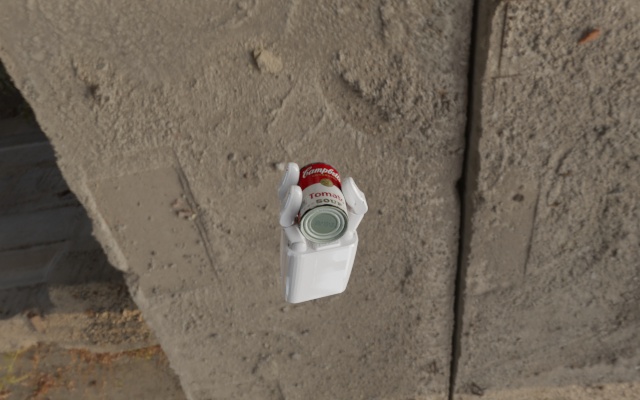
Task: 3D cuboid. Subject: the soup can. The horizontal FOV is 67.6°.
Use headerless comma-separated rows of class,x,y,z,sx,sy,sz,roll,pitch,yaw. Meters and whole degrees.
soup can,0.000,0.002,0.661,0.068,0.069,0.102,0,37,-7
